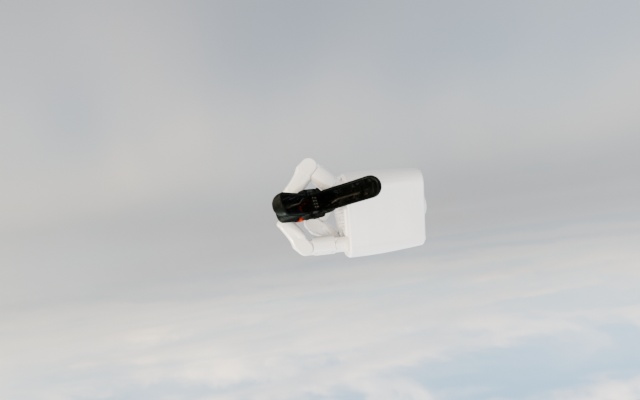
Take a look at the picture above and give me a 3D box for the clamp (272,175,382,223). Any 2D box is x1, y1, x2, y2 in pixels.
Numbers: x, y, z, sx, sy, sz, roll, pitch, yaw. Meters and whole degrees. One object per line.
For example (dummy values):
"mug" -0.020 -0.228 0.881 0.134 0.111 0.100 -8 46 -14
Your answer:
"clamp" 0.000 0.002 0.567 0.120 0.039 0.171 -6 -3 -8
